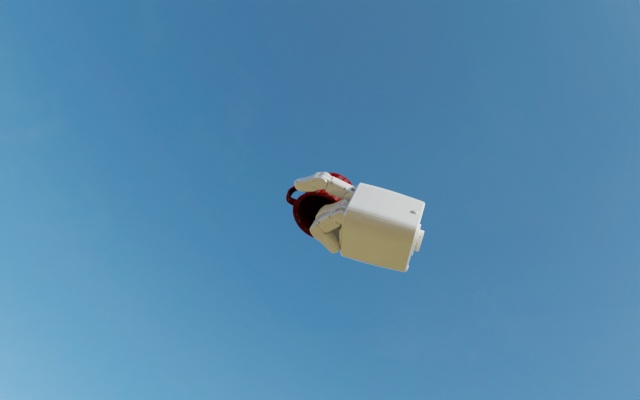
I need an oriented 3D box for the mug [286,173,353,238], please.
[{"bbox_3d":[-0.001,0.002,0.802,0.117,0.093,0.081,16,37,12],"label":"mug"}]
